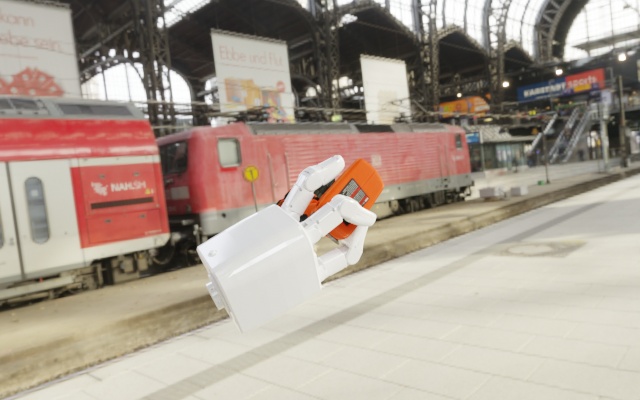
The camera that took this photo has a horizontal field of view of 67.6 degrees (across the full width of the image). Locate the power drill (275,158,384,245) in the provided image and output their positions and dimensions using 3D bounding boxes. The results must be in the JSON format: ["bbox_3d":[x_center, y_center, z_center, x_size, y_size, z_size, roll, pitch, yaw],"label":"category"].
[{"bbox_3d":[0.000,0.002,0.650,0.184,0.057,0.188,-52,17,-29],"label":"power drill"}]
